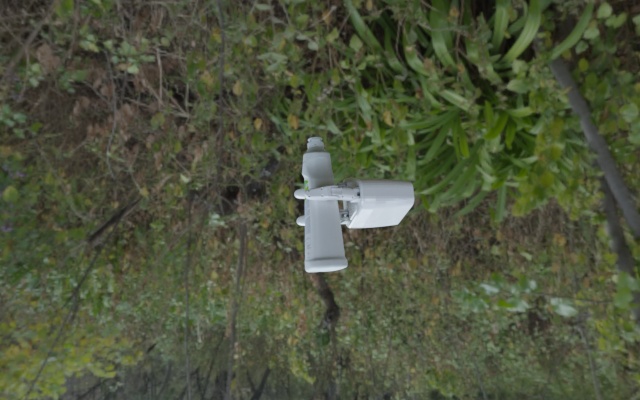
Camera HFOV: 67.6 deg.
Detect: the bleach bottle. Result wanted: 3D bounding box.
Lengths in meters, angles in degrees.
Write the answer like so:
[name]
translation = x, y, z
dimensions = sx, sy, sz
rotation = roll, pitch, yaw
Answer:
[bleach bottle]
translation = 0.000, 0.003, 0.883
dimensions = 0.068, 0.250, 0.102
rotation = -1, -12, -14
